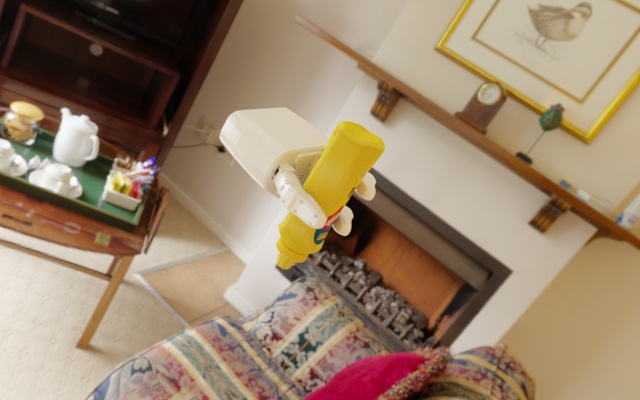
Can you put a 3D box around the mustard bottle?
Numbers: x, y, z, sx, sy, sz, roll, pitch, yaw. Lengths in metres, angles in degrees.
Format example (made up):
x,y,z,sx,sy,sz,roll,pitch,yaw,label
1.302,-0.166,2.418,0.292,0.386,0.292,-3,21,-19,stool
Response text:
x,y,z,sx,sy,sz,roll,pitch,yaw,label
0.000,0.002,0.556,0.058,0.192,0.096,34,19,7,mustard bottle
